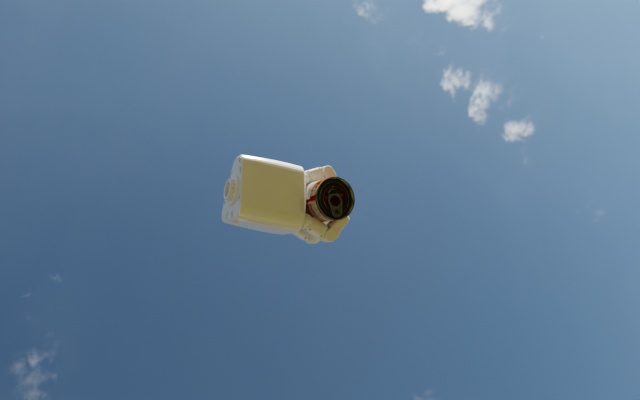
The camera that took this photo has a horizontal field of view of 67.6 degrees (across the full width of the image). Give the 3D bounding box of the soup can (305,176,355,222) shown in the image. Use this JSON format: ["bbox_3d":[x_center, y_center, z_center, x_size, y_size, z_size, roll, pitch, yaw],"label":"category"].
[{"bbox_3d":[0.000,0.003,0.776,0.068,0.068,0.102,0,-7,-28],"label":"soup can"}]
